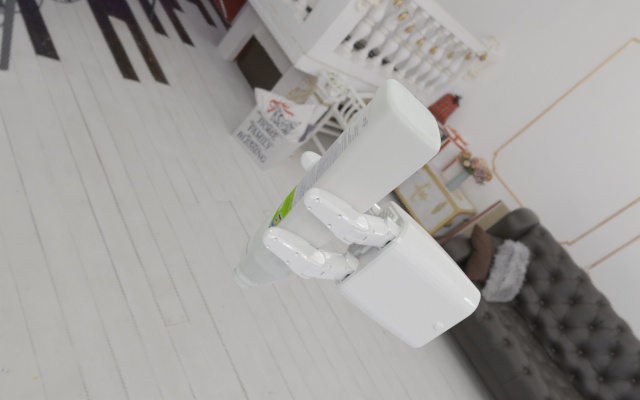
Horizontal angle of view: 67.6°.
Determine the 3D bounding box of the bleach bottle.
[{"bbox_3d":[0.000,0.002,0.463,0.251,0.068,0.102,-44,13,26],"label":"bleach bottle"}]
